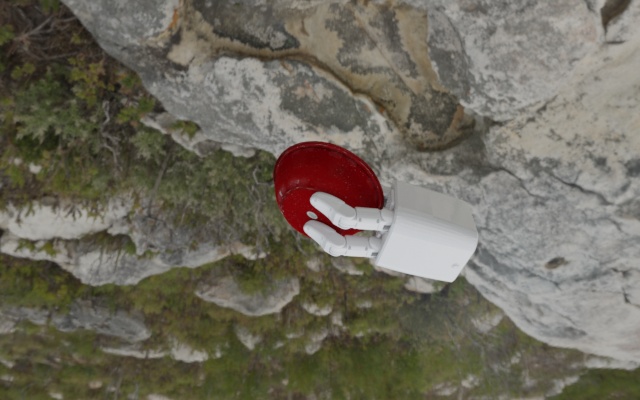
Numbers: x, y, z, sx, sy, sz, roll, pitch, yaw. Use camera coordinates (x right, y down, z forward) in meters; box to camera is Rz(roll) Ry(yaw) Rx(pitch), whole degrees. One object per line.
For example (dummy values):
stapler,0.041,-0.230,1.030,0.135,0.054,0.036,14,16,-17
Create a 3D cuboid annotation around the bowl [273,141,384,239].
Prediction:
bowl,-0.001,0.002,0.639,0.162,0.162,0.055,0,39,27
